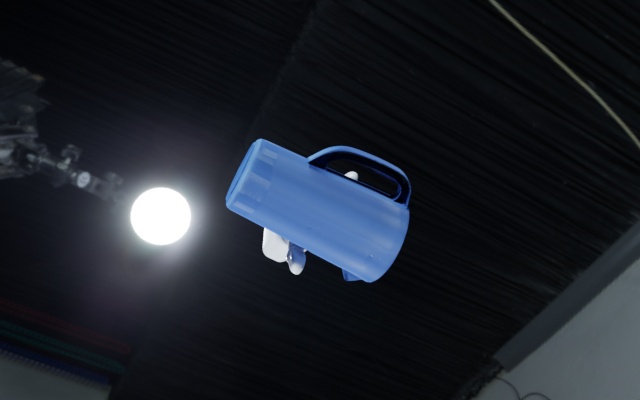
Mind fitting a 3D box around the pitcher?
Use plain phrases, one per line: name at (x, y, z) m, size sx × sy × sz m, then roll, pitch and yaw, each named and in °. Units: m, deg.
pitcher at (0.000, 0.002, 0.681) m, size 0.243 × 0.149 × 0.145 m, roll 26°, pitch -24°, yaw -14°
